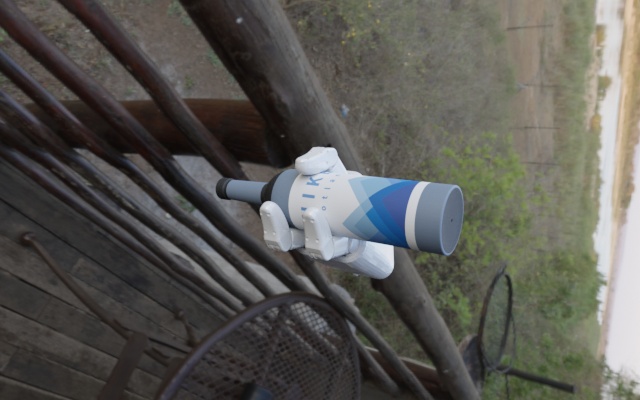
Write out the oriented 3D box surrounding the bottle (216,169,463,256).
[{"bbox_3d":[0.000,0.002,0.523,0.295,0.069,0.069,8,4,32],"label":"bottle"}]
